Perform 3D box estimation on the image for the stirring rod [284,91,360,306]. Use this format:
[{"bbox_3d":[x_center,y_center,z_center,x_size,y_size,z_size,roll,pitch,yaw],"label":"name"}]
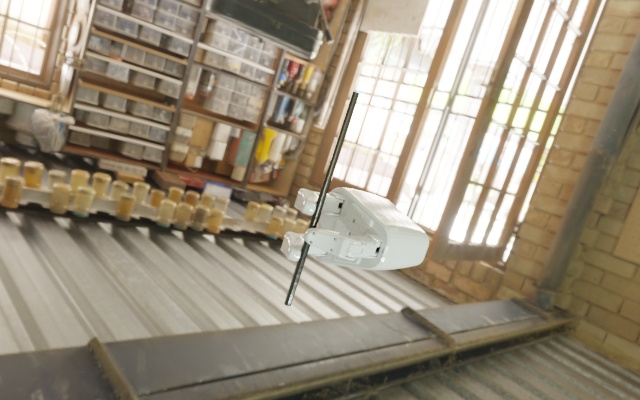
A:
[{"bbox_3d":[0.000,0.002,0.510,0.011,0.239,0.011,18,8,-3],"label":"stirring rod"}]
